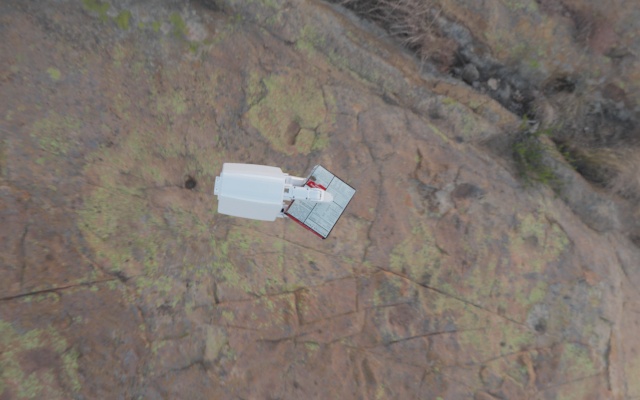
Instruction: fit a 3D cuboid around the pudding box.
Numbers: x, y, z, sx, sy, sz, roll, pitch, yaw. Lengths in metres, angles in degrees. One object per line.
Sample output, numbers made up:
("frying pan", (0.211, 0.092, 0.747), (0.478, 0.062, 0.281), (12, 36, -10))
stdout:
("pudding box", (0.000, 0.003, 0.878), (0.090, 0.113, 0.039), (35, -9, -7))
